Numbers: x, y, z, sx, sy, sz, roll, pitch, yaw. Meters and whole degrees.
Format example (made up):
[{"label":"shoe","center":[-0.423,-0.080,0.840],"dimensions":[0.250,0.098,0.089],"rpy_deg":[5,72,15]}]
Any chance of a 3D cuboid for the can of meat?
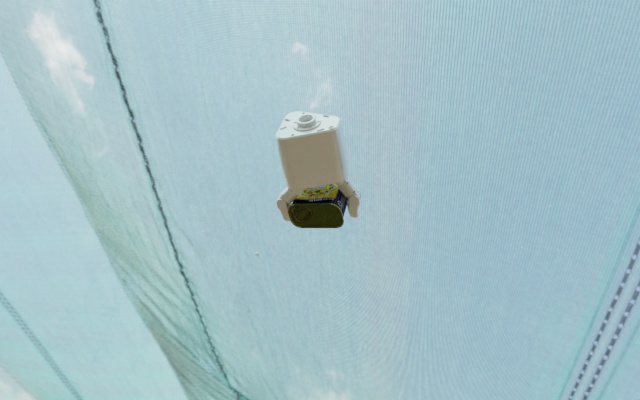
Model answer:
[{"label":"can of meat","center":[0.000,0.003,0.889],"dimensions":[0.102,0.057,0.084],"rpy_deg":[-1,40,18]}]
